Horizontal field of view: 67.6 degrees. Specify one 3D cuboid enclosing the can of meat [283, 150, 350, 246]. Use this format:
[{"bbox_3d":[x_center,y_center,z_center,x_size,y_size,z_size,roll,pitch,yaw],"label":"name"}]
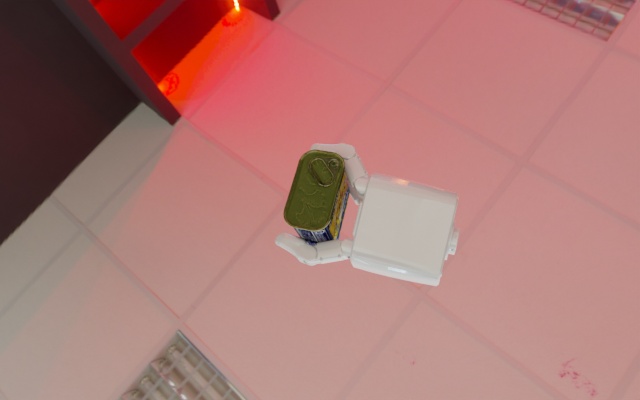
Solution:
[{"bbox_3d":[0.000,0.002,0.594,0.057,0.102,0.084,10,-20,15],"label":"can of meat"}]
